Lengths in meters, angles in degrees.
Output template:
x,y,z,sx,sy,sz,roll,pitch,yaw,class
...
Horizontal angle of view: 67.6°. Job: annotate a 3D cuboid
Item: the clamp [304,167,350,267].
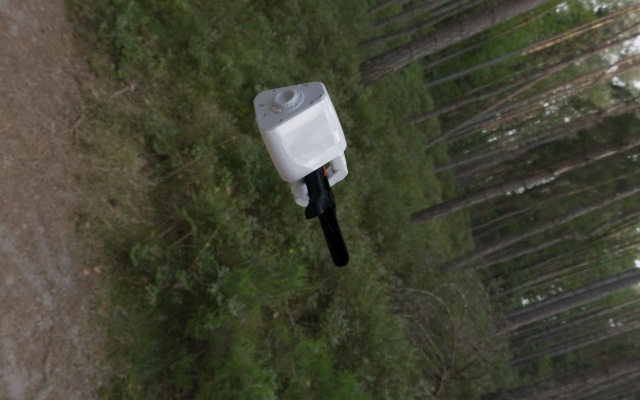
x,y,z,sx,sy,sz,roll,pitch,yaw,class
0.001,0.002,0.702,0.039,0.171,0.120,-19,-42,4,clamp
